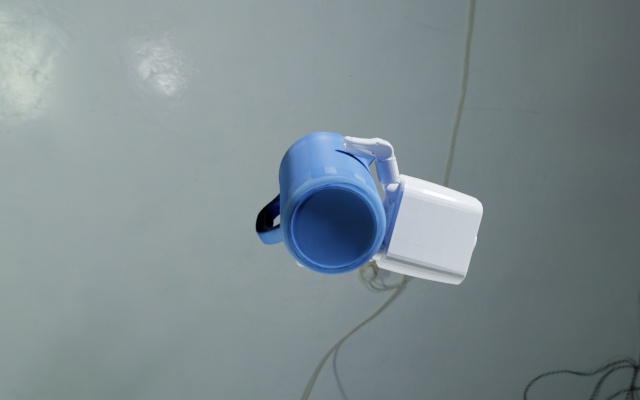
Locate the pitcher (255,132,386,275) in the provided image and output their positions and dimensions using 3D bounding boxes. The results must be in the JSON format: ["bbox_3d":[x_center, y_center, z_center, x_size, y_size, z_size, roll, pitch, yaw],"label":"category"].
[{"bbox_3d":[0.000,0.002,0.590,0.145,0.149,0.242,15,14,-6],"label":"pitcher"}]
